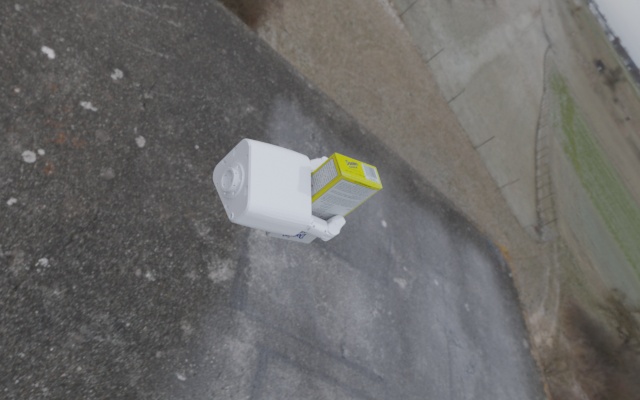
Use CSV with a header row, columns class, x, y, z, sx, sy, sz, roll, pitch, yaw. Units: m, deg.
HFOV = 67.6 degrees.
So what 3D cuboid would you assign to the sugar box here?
class,x,y,z,sx,sy,sz,roll,pitch,yaw
sugar box,0.000,0.002,0.733,0.093,0.048,0.176,16,-40,-42
